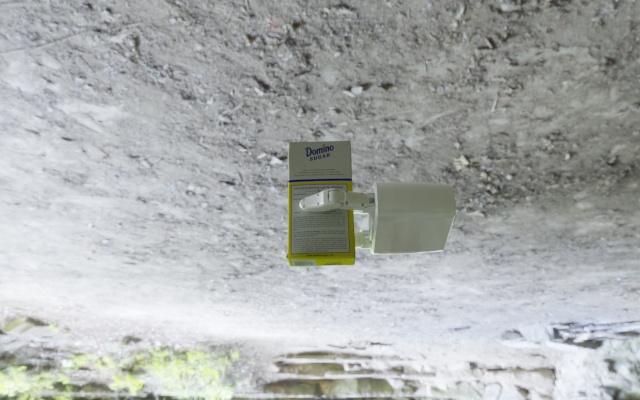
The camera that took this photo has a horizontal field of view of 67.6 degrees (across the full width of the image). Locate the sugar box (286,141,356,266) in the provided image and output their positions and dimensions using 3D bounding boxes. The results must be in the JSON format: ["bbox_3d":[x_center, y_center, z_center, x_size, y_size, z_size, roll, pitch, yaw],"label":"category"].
[{"bbox_3d":[0.000,0.003,0.675,0.093,0.176,0.048,-1,-24,1],"label":"sugar box"}]
